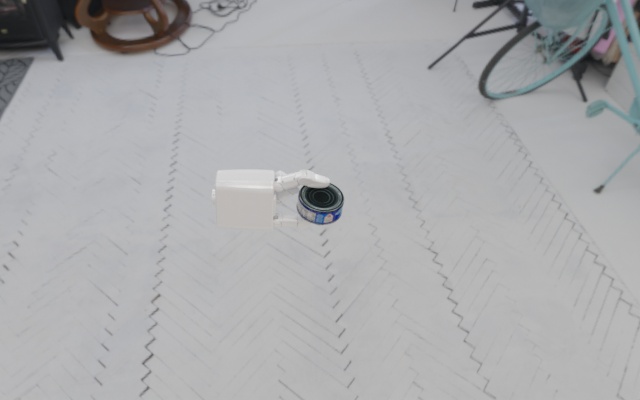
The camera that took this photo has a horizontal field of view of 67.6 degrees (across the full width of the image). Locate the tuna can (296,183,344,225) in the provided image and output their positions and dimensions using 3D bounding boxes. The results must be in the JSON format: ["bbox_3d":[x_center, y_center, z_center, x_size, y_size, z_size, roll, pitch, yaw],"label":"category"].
[{"bbox_3d":[0.000,0.002,0.875,0.086,0.034,0.086,6,43,-5],"label":"tuna can"}]
